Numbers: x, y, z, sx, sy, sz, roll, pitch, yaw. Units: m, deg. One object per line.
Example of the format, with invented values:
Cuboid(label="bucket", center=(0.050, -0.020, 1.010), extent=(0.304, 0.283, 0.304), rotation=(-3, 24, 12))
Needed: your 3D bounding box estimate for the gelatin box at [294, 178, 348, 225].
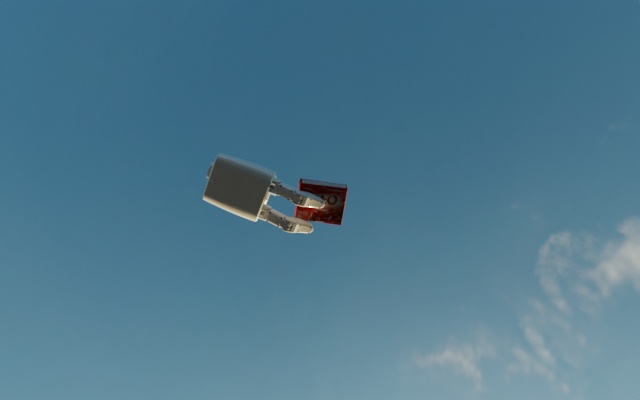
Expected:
Cuboid(label="gelatin box", center=(0.000, 0.003, 0.877), extent=(0.089, 0.073, 0.030), rotation=(7, 19, -6))
